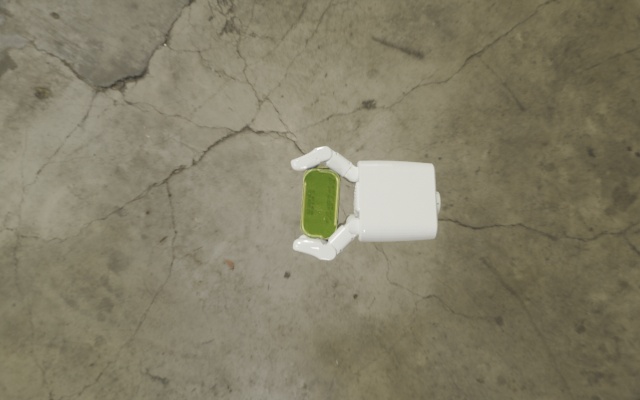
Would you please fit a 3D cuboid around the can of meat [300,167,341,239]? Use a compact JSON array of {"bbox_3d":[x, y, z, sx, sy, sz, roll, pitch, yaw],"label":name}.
[{"bbox_3d":[0.000,0.002,0.689,0.057,0.102,0.084,3,4,0],"label":"can of meat"}]
